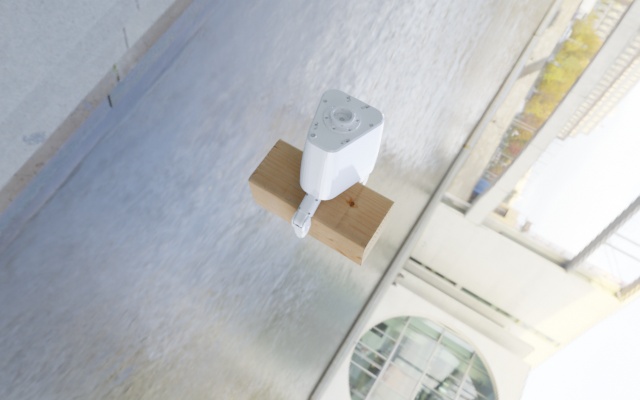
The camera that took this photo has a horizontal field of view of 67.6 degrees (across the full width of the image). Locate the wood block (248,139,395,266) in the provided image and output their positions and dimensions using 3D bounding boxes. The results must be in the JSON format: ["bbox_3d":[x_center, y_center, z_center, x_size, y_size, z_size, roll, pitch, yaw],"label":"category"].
[{"bbox_3d":[0.000,0.003,0.751,0.206,0.090,0.090,30,-20,13],"label":"wood block"}]
